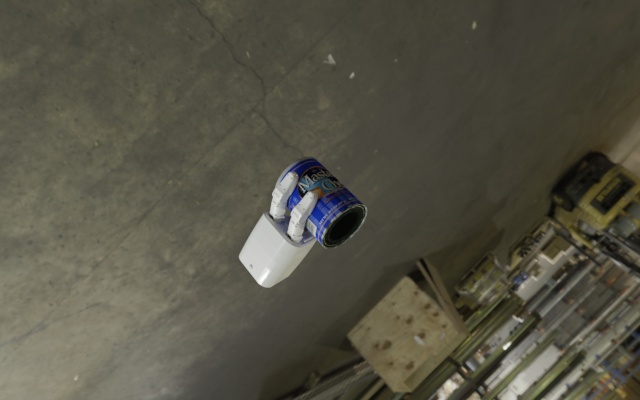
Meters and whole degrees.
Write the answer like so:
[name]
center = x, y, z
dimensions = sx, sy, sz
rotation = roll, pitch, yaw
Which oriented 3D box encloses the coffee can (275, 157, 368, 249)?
[coffee can]
center = 0.000, 0.003, 0.855
dimensions = 0.103, 0.103, 0.140
rotation = 0, 38, -52
